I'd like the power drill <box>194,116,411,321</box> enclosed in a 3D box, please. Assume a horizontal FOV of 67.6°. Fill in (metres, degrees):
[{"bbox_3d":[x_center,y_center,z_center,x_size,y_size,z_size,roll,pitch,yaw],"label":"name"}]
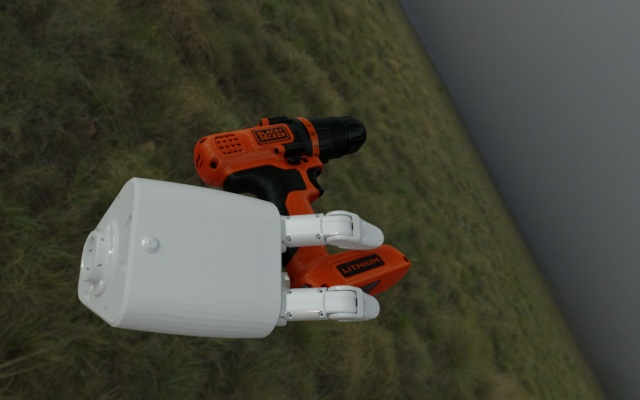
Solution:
[{"bbox_3d":[0.000,0.002,0.437,0.184,0.187,0.057,-16,-29,-30],"label":"power drill"}]
